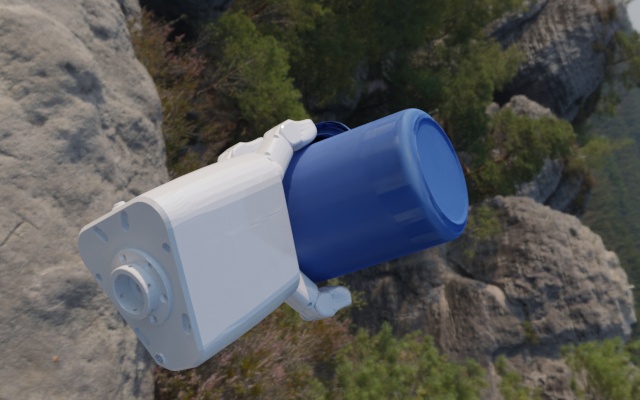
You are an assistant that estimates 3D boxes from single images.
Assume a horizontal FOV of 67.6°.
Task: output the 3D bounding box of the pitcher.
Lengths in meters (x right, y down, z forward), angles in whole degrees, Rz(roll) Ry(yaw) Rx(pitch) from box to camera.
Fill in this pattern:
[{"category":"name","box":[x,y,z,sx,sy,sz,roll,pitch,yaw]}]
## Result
[{"category":"pitcher","box":[0.000,0.002,0.437,0.243,0.149,0.145,-20,5,34]}]
